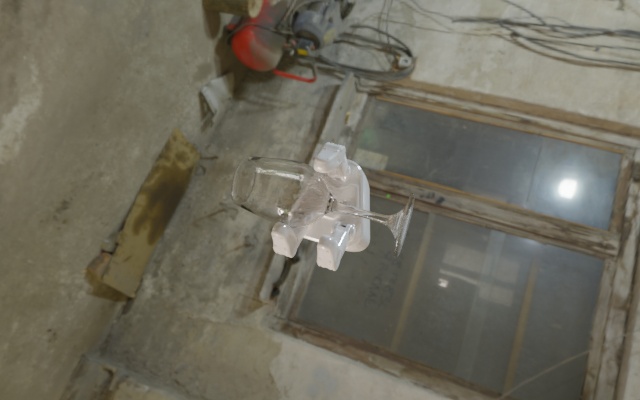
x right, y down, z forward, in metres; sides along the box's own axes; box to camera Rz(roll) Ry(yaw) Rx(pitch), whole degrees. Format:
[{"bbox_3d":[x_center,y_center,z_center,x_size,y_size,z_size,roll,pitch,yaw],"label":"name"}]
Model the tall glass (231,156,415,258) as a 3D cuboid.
[{"bbox_3d":[0.001,0.002,0.546,0.201,0.079,0.079,15,4,15],"label":"tall glass"}]
